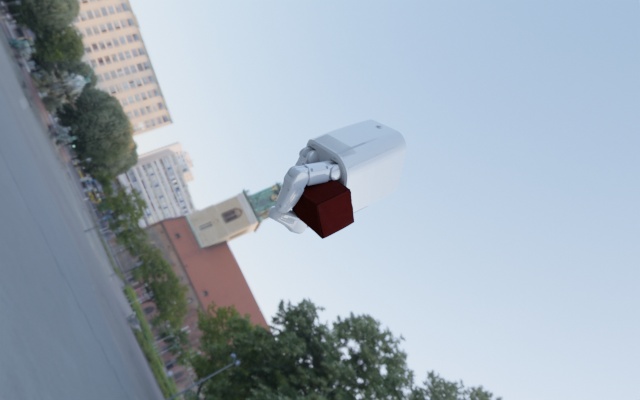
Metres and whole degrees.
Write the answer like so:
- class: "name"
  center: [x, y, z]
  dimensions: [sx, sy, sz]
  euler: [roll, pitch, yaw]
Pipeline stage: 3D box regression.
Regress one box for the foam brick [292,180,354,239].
- class: "foam brick"
  center: [0.000, 0.002, 0.611]
  dimensions: [0.051, 0.053, 0.078]
  euler: [-24, 36, -23]
